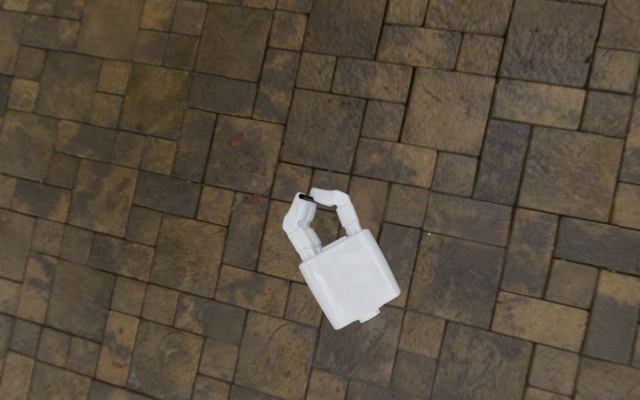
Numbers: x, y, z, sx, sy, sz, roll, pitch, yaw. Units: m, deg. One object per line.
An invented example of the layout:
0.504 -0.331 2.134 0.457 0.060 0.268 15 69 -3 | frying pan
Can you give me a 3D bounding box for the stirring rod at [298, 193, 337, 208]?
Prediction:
0.000 0.003 0.770 0.011 0.011 0.239 0 -4 13 | stirring rod
